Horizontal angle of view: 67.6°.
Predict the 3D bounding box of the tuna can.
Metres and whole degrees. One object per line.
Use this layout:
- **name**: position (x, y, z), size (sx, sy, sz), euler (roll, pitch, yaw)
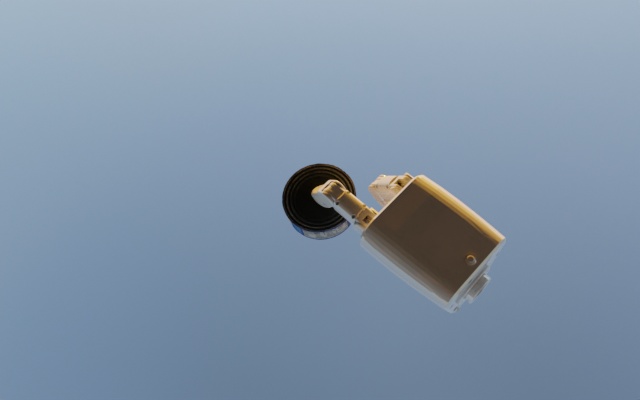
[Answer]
- **tuna can**: position (0.000, 0.002, 0.560), size (0.086, 0.086, 0.034), euler (0, -24, 8)
